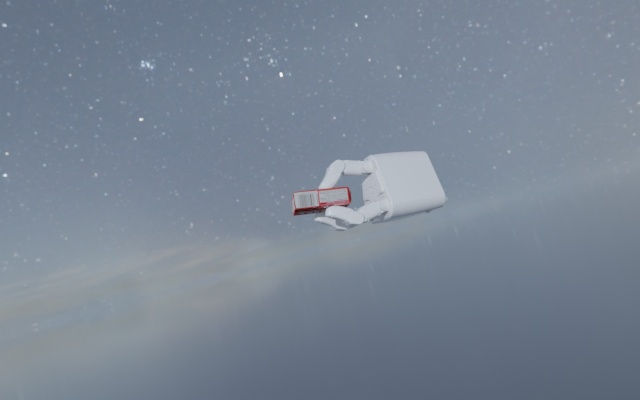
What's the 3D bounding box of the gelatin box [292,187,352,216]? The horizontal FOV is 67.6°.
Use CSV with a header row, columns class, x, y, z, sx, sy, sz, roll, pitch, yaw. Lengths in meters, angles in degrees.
class,x,y,z,sx,sy,sz,roll,pitch,yaw
gelatin box,0.000,0.002,0.763,0.089,0.030,0.073,-6,-9,-7
